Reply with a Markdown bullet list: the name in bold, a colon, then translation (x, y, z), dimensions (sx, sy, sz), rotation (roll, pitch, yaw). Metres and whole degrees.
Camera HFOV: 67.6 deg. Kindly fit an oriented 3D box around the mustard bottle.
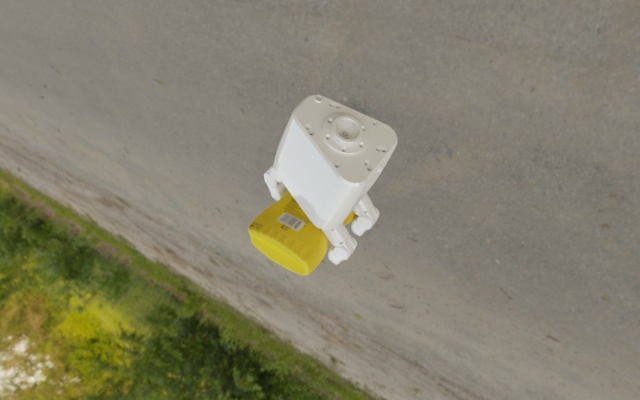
- **mustard bottle**: translation (0.000, 0.002, 0.627), dimensions (0.096, 0.191, 0.058), rotation (26, -33, 24)
